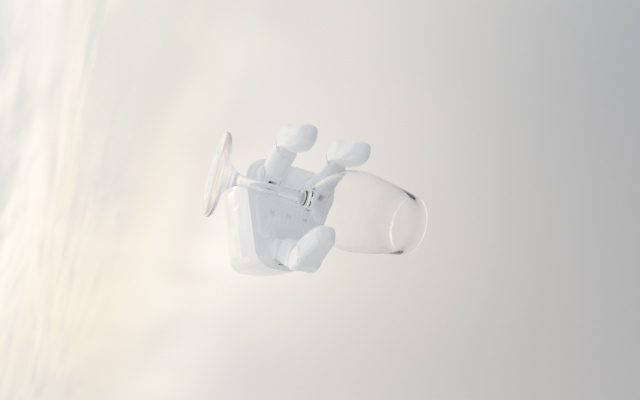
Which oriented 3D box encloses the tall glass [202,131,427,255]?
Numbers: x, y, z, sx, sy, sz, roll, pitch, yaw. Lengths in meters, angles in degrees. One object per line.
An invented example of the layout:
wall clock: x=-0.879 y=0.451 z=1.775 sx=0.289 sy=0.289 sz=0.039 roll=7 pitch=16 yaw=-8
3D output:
tall glass: x=0.000 y=0.001 z=0.439 sx=0.201 sy=0.079 sz=0.079 roll=15 pitch=-6 yaw=-23
